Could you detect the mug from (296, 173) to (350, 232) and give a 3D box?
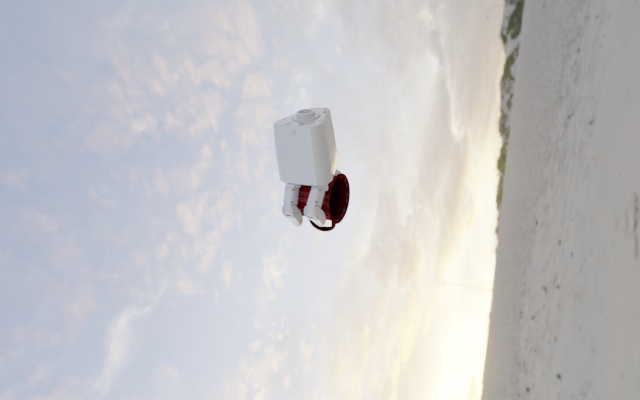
[{"bbox_3d":[0.000,0.004,0.885,0.081,0.117,0.093,8,29,26],"label":"mug"}]
